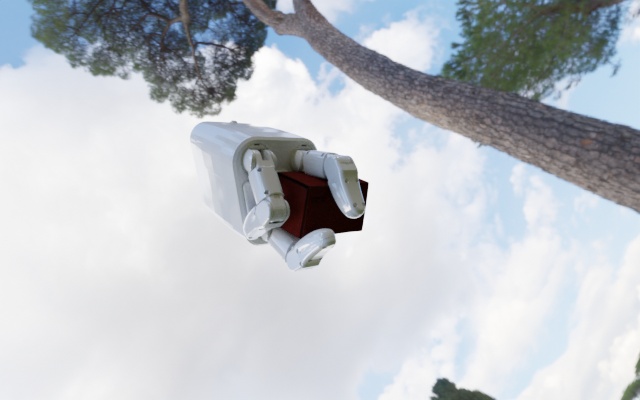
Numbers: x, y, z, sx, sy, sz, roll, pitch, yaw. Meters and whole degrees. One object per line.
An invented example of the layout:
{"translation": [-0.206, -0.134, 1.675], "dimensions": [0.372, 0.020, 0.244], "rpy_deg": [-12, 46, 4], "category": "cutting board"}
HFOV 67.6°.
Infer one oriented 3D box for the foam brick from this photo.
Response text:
{"translation": [0.000, 0.002, 0.463], "dimensions": [0.078, 0.053, 0.051], "rpy_deg": [-4, 20, -39], "category": "foam brick"}
